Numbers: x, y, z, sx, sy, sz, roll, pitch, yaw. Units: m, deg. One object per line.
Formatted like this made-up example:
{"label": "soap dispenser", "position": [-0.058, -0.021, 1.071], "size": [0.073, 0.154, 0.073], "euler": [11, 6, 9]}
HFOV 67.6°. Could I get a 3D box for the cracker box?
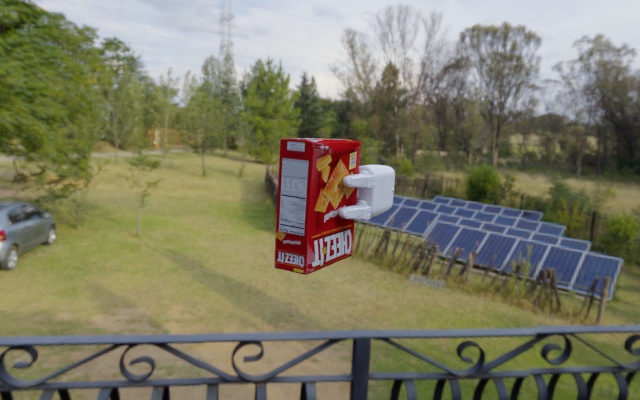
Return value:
{"label": "cracker box", "position": [0.000, 0.002, 0.813], "size": [0.072, 0.214, 0.164], "euler": [8, 10, 31]}
